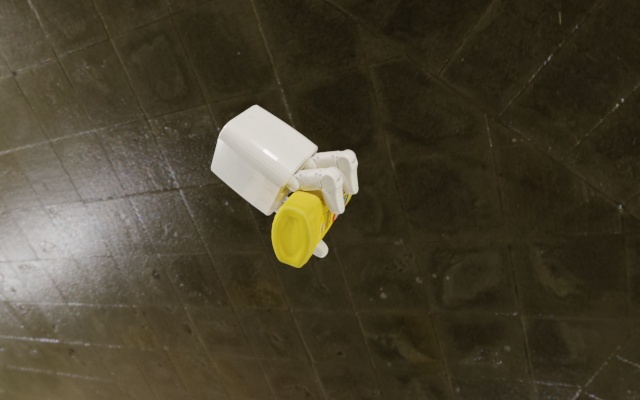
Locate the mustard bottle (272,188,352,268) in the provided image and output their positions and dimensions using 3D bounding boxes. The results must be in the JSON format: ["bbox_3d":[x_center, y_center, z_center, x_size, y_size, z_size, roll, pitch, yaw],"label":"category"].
[{"bbox_3d":[0.000,0.002,0.666,0.058,0.096,0.191,17,35,17],"label":"mustard bottle"}]
